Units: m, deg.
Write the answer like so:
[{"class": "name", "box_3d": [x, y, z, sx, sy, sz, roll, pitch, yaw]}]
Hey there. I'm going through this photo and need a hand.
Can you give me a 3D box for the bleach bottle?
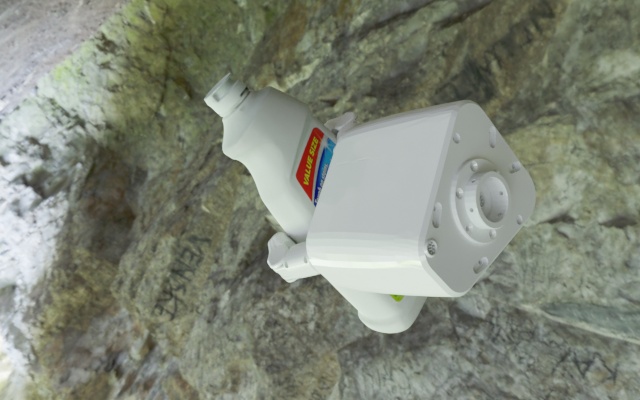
[{"class": "bleach bottle", "box_3d": [0.000, 0.001, 0.405, 0.251, 0.102, 0.068, 45, -28, -23]}]
